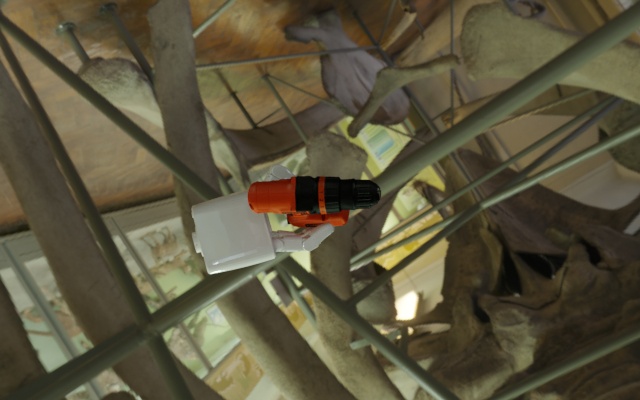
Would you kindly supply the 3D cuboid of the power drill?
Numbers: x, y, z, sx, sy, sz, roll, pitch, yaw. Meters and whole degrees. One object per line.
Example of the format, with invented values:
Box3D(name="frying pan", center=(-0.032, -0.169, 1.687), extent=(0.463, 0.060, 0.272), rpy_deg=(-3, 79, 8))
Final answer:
Box3D(name="power drill", center=(0.000, 0.003, 0.725), extent=(0.184, 0.057, 0.188), rpy_deg=(0, -10, 8))
